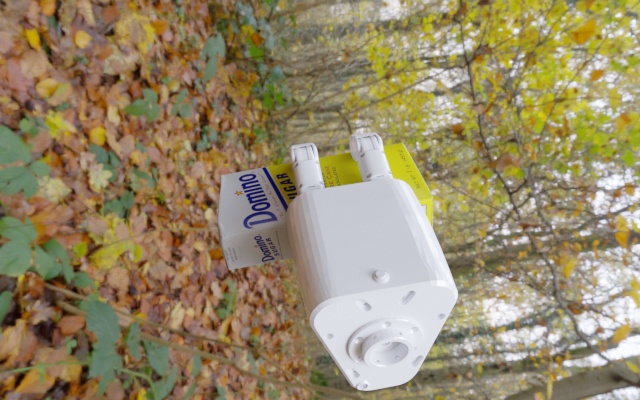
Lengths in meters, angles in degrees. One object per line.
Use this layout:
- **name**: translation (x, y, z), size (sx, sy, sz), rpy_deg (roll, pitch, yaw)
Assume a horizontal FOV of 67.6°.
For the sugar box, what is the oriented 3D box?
- **sugar box**: translation (0.000, 0.001, 0.423), size (0.176, 0.048, 0.093), rpy_deg (-9, 37, -4)
